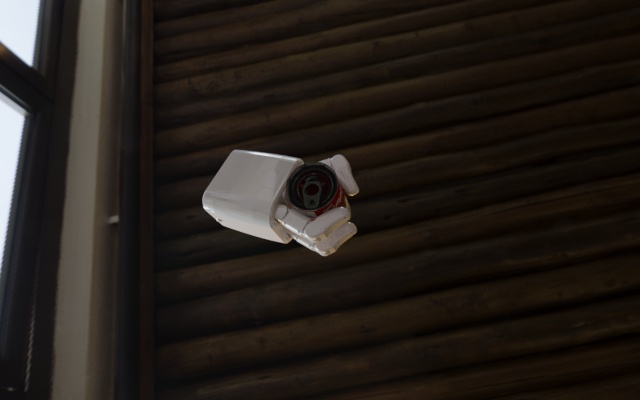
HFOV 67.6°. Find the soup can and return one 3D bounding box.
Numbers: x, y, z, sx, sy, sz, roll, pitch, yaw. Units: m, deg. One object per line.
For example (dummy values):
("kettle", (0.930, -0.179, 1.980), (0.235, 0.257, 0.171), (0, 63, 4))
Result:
("soup can", (0.001, 0.002, 0.636), (0.068, 0.068, 0.102), (0, -24, 14))
